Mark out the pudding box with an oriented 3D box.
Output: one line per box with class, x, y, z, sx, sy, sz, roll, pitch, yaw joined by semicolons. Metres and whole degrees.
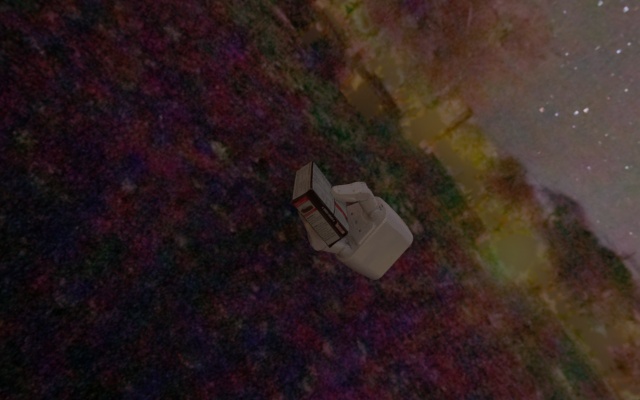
pudding box;0.000;0.002;0.692;0.039;0.090;0.113;-36;19;13
